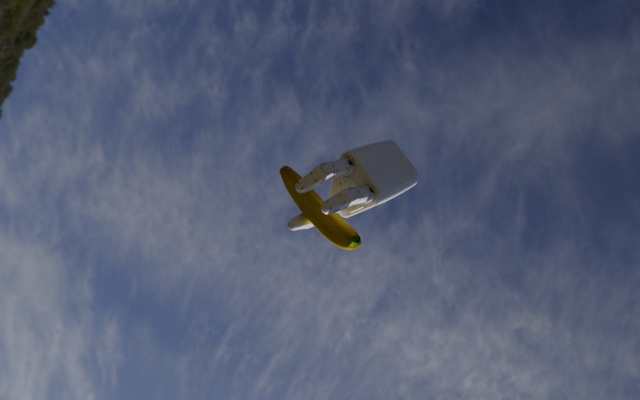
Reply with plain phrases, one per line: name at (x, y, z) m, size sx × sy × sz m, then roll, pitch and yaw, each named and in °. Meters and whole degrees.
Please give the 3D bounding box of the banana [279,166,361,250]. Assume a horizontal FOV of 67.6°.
banana at (0.003, 0.017, 0.723) m, size 0.037 × 0.070 × 0.197 m, roll -31°, pitch 50°, yaw -22°
